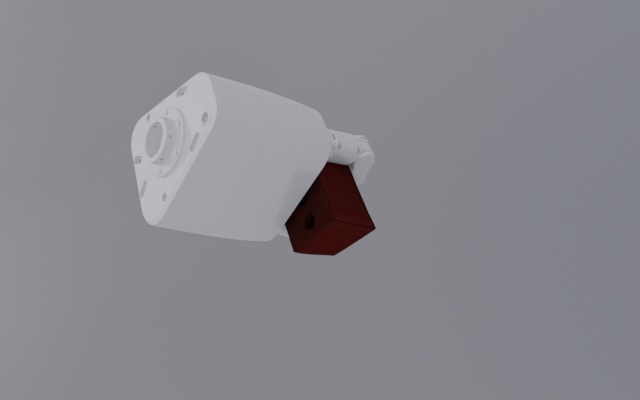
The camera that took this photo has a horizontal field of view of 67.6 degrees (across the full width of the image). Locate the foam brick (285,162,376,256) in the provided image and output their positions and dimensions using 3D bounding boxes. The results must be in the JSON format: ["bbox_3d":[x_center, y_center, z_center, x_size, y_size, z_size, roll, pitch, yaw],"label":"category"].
[{"bbox_3d":[0.000,0.002,0.406,0.051,0.078,0.053,11,-41,-46],"label":"foam brick"}]
